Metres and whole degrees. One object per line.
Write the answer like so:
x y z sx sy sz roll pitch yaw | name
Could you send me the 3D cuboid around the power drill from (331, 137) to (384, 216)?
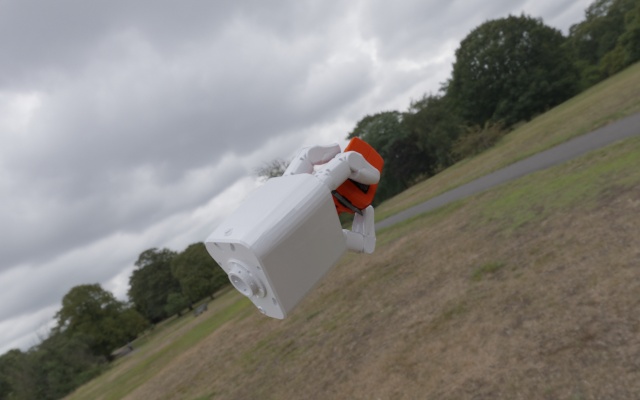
0.000 0.002 0.627 0.057 0.184 0.188 37 -50 -12 | power drill
